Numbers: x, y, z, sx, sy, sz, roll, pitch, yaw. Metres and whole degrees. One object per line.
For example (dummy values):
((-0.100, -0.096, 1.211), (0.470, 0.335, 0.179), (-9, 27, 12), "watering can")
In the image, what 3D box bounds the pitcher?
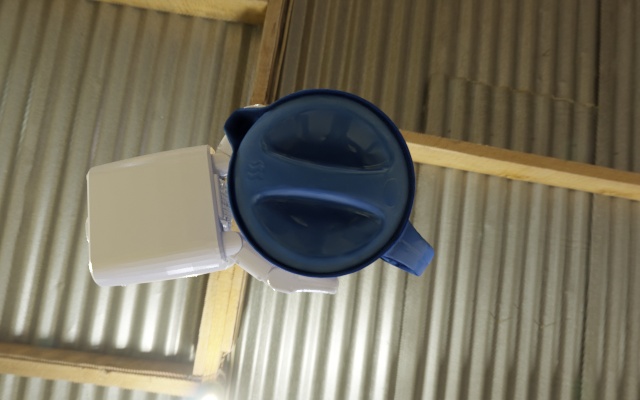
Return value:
((0.000, 0.001, 0.446), (0.145, 0.149, 0.243), (-10, -3, -5), "pitcher")
